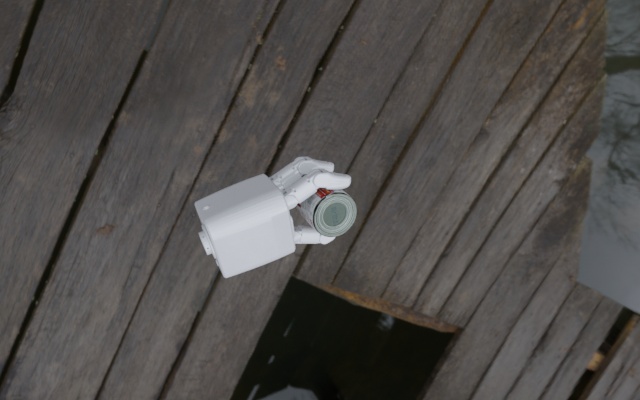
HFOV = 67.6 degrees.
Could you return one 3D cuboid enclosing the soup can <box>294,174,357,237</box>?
[{"bbox_3d":[0.001,0.002,0.690,0.068,0.068,0.102,0,21,-26],"label":"soup can"}]
